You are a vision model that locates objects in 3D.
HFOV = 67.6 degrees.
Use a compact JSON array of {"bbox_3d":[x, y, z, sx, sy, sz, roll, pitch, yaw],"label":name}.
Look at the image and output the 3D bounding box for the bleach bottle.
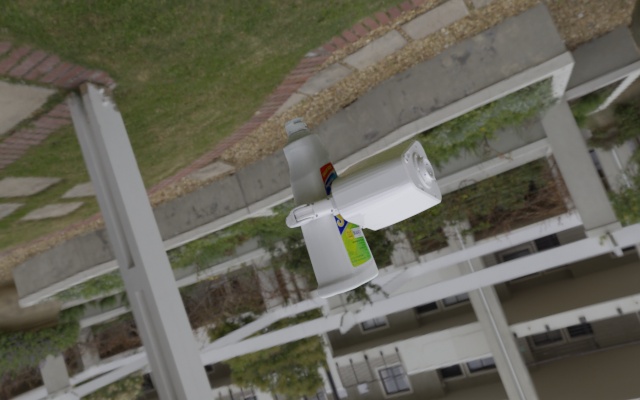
[{"bbox_3d":[0.000,0.002,0.675,0.068,0.251,0.102,-24,-7,29],"label":"bleach bottle"}]
